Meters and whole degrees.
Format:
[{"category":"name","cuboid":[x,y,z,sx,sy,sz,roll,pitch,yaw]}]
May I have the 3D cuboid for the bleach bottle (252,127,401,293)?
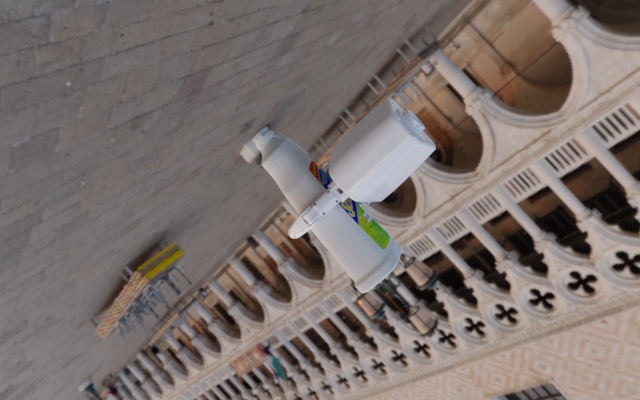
[{"category":"bleach bottle","cuboid":[0.000,0.002,0.646,0.068,0.251,0.102,-44,-1,20]}]
